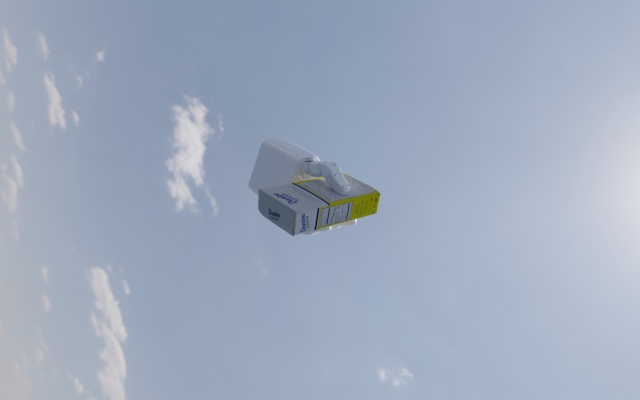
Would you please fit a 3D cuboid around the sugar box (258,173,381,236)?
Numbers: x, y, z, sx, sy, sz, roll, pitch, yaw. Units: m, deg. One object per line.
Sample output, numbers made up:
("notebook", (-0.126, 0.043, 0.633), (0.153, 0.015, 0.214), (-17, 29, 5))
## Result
("sugar box", (0.000, 0.003, 0.744), (0.176, 0.048, 0.093), (-15, 32, -38))
